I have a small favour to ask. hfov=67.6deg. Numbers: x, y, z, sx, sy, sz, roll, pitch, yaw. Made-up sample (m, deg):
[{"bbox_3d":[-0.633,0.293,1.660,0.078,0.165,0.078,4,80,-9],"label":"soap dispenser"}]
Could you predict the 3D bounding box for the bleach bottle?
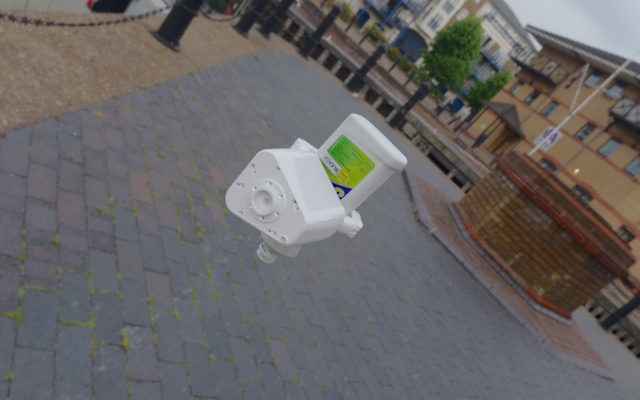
[{"bbox_3d":[0.000,0.002,0.678,0.251,0.102,0.068,-48,-17,19],"label":"bleach bottle"}]
